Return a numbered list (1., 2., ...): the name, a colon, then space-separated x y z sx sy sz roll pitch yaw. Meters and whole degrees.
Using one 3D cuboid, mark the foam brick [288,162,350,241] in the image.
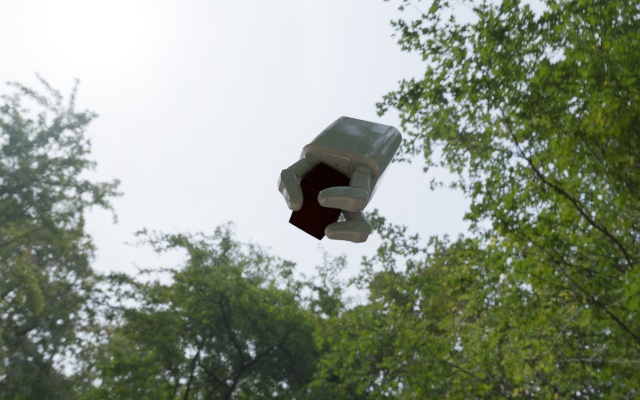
1. foam brick: 0.000 0.002 0.618 0.053 0.078 0.051 31 43 12
